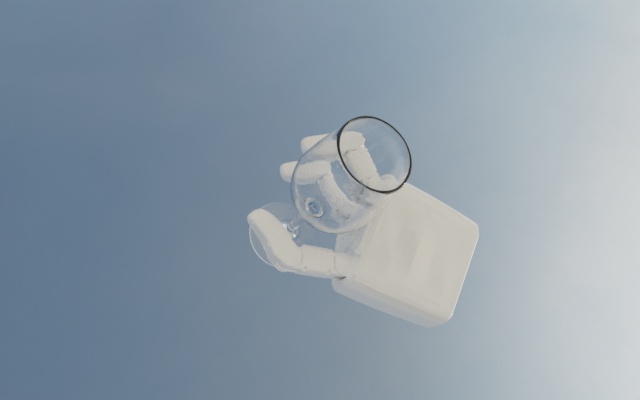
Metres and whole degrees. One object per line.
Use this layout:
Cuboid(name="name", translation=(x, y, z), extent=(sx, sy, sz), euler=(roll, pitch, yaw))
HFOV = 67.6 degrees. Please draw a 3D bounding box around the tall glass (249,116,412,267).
Cuboid(name="tall glass", translation=(0.000, 0.002, 0.425), extent=(0.079, 0.079, 0.201), euler=(0, -21, -25))
